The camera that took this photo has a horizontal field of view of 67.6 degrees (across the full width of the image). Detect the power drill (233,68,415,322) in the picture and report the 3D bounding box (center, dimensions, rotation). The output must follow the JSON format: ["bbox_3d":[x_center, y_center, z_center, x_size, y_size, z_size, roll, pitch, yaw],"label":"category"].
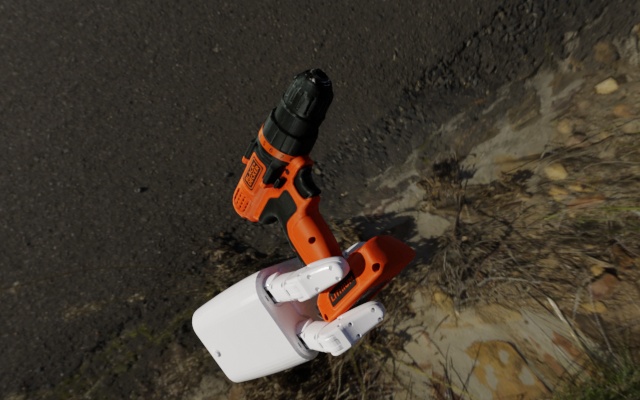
[{"bbox_3d":[0.000,0.002,0.440,0.057,0.187,0.184,-16,-29,-40],"label":"power drill"}]
